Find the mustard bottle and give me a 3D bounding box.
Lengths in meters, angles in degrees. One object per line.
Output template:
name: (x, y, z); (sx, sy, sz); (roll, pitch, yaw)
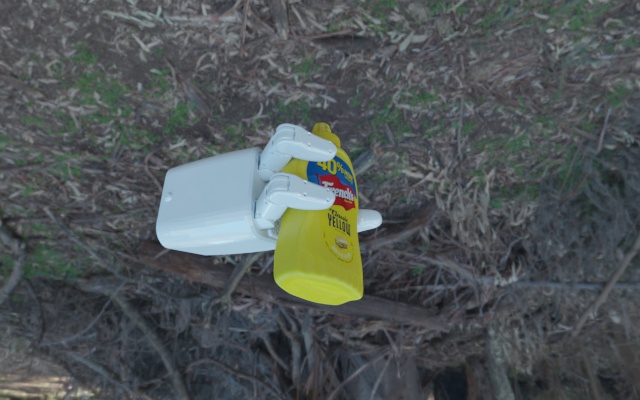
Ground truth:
mustard bottle: (0.000, 0.002, 0.483); (0.058, 0.191, 0.096); (-25, -38, 36)
